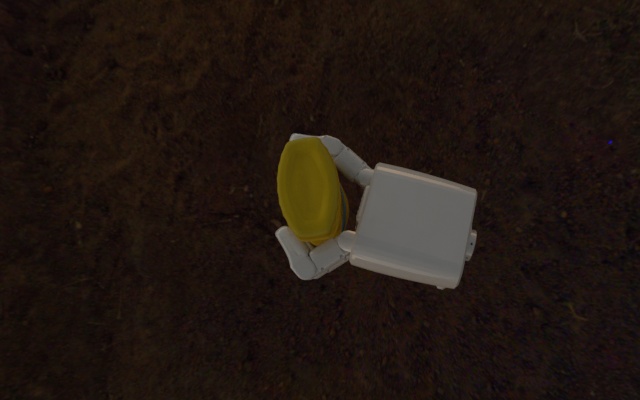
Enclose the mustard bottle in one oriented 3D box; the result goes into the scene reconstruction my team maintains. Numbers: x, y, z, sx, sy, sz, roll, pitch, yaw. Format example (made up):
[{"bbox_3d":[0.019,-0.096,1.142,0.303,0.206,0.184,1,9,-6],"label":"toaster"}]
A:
[{"bbox_3d":[0.000,0.002,0.525,0.058,0.096,0.192,-10,-10,6],"label":"mustard bottle"}]
